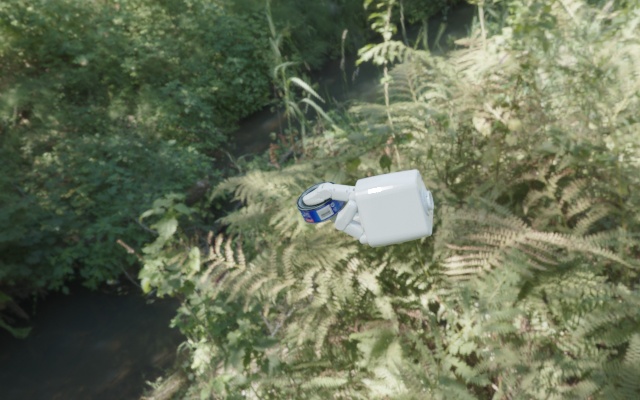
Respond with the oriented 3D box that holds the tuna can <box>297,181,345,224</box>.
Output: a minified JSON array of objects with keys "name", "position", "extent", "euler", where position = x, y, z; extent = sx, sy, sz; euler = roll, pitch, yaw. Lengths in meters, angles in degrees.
[{"name":"tuna can","position":[0.000,0.002,0.874],"extent":[0.086,0.034,0.086],"euler":[-21,30,13]}]
